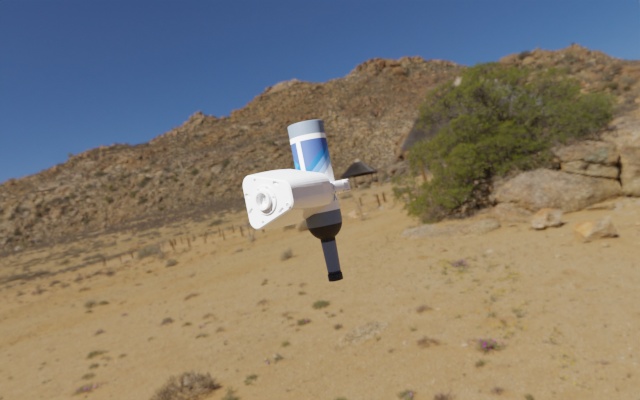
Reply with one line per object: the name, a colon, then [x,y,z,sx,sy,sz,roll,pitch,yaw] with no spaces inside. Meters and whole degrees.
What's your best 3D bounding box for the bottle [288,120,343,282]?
bottle: [0.000,0.003,0.884,0.069,0.295,0.069,-11,0,0]
